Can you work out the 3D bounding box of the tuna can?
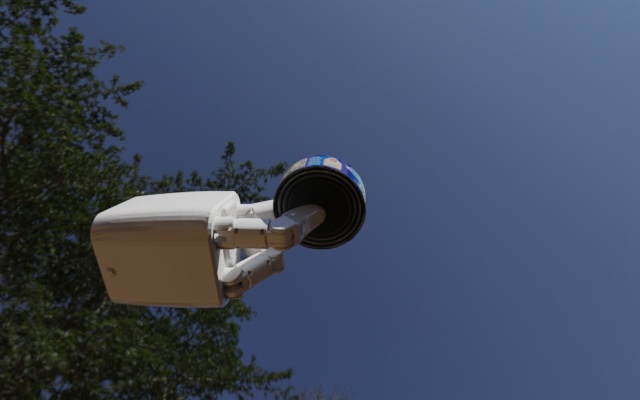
[{"bbox_3d":[0.000,0.001,0.450,0.086,0.086,0.033,0,26,6],"label":"tuna can"}]
